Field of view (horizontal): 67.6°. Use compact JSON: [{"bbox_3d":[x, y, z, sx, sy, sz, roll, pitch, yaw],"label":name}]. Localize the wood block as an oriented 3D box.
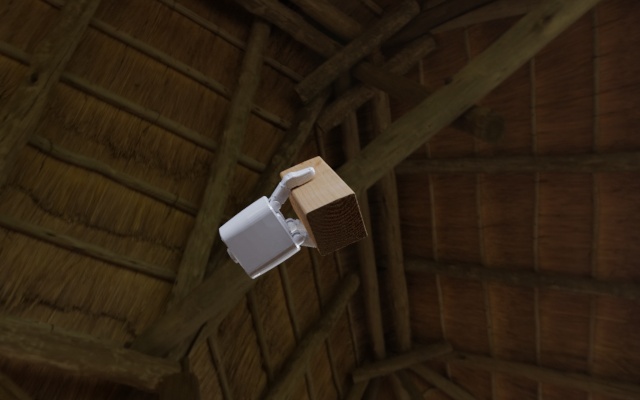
[{"bbox_3d":[0.000,0.003,0.881,0.090,0.091,0.206,-24,27,-7],"label":"wood block"}]
